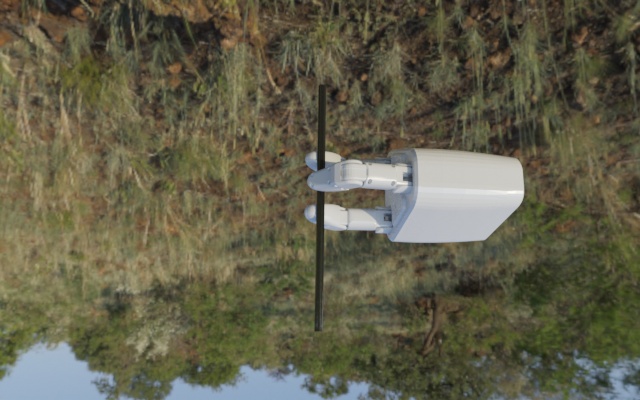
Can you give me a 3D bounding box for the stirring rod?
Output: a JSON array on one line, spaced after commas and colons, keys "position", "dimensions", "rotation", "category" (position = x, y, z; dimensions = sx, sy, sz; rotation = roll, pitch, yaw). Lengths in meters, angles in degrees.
[{"position": [0.000, 0.001, 0.460], "dimensions": [0.011, 0.239, 0.011], "rotation": [1, -12, 0], "category": "stirring rod"}]
